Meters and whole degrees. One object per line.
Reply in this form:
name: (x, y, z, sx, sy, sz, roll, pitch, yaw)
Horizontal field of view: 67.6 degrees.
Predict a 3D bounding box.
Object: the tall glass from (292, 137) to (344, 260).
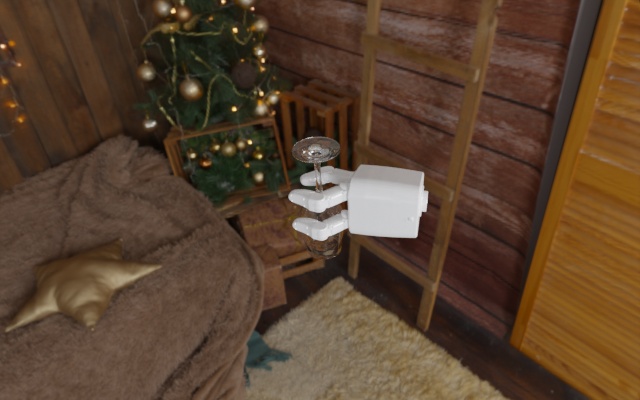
tall glass: (0.000, 0.002, 0.776, 0.079, 0.201, 0.079, -3, 36, 2)
